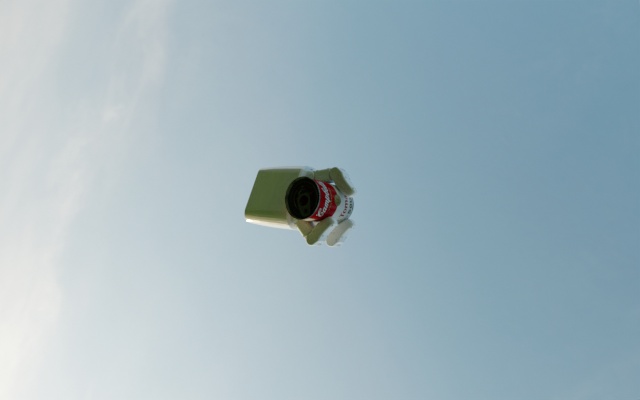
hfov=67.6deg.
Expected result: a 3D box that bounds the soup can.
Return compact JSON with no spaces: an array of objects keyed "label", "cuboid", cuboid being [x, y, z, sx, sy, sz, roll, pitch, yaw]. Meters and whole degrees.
[{"label":"soup can","cuboid":[0.001,0.002,0.775,0.068,0.068,0.102,0,-7,35]}]
